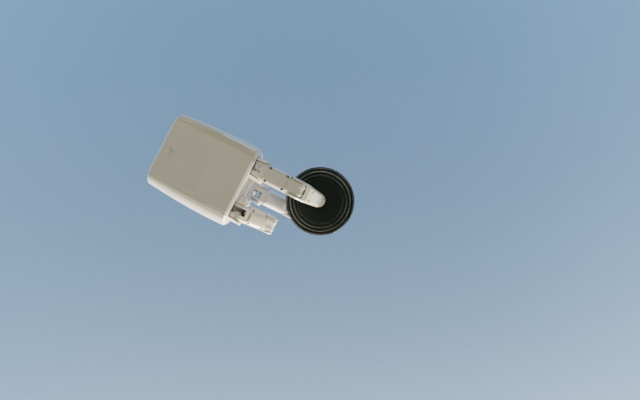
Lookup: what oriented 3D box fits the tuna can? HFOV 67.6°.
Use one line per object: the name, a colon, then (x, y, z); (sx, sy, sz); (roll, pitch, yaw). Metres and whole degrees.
tuna can: (0.000, 0.002, 0.609); (0.086, 0.086, 0.034); (0, -5, 3)
